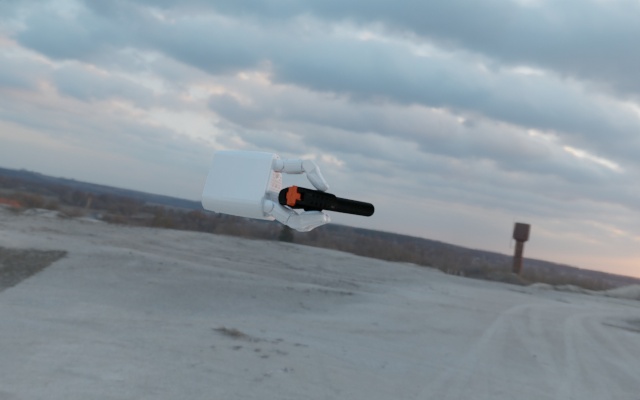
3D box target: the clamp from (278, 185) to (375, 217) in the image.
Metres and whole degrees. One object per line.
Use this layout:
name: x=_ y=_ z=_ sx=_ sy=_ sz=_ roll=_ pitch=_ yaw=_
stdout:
clamp: x=0.000 y=0.002 z=0.780 sx=0.164 sy=0.036 sz=0.210 roll=5 pitch=-4 yaw=12
